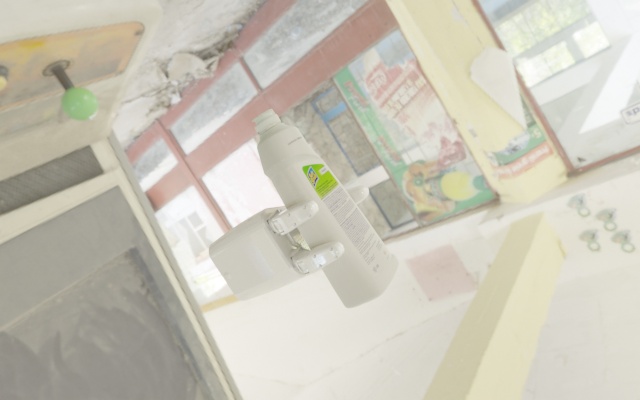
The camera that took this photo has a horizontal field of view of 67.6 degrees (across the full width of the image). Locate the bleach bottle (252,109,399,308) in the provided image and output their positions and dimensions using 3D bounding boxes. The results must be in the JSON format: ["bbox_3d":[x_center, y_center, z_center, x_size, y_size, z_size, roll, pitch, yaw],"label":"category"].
[{"bbox_3d":[0.000,0.002,0.584,0.068,0.251,0.102,-29,6,27],"label":"bleach bottle"}]
